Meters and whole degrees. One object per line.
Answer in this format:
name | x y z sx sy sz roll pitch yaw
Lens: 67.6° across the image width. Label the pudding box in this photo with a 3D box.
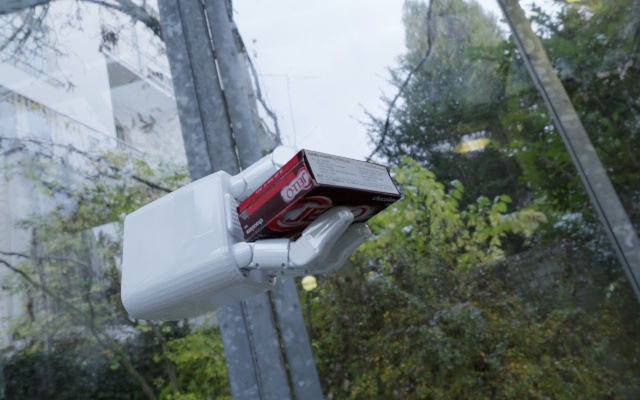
pudding box | 0.000 0.001 0.404 0.113 0.039 0.090 3 -31 -48
